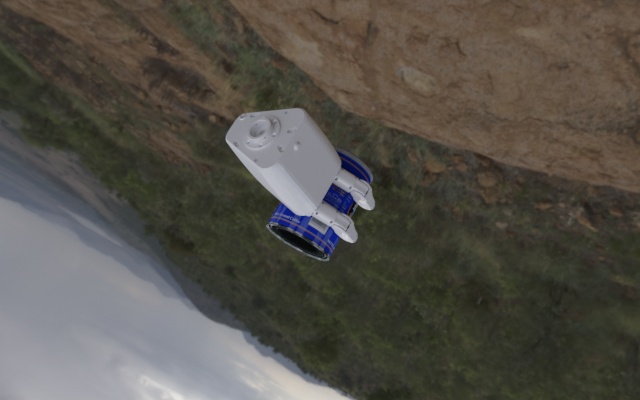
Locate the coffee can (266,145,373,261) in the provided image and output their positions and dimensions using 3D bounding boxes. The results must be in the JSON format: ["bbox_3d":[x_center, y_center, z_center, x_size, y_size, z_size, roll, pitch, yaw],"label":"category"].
[{"bbox_3d":[0.000,0.002,0.697,0.103,0.140,0.103,27,-17,9],"label":"coffee can"}]
